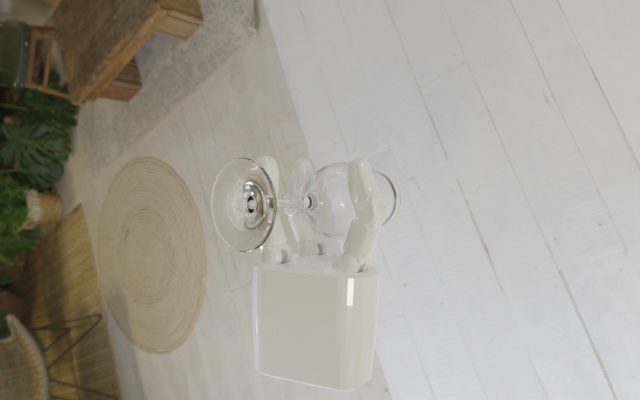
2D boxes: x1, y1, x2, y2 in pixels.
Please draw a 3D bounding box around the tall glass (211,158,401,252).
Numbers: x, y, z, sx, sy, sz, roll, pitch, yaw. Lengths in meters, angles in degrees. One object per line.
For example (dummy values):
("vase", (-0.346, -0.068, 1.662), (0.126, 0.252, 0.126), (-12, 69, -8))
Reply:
("tall glass", (0.000, 0.001, 0.451), (0.079, 0.079, 0.201), (0, 2, 39))
